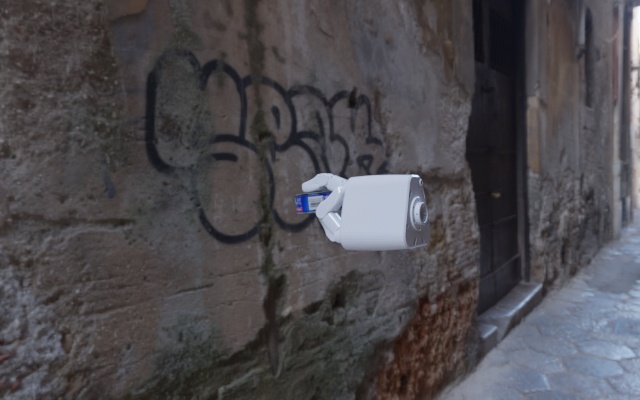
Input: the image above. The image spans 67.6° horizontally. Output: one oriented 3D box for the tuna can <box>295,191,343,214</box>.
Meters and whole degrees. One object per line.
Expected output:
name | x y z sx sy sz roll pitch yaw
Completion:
tuna can | 0.000 0.002 0.813 0.086 0.034 0.086 -6 0 0
